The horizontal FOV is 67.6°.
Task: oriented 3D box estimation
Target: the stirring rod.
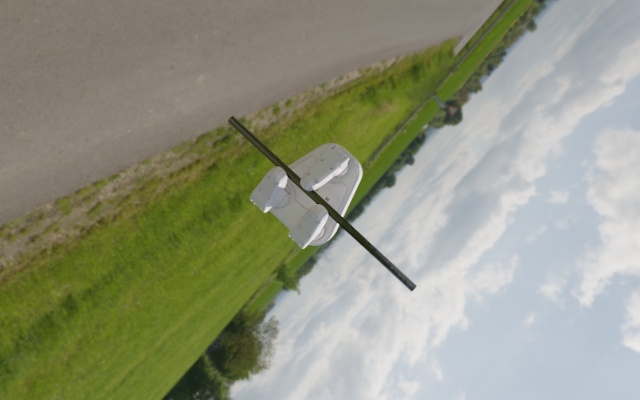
[{"bbox_3d":[0.000,0.001,0.459,0.239,0.011,0.011,43,4,5],"label":"stirring rod"}]
